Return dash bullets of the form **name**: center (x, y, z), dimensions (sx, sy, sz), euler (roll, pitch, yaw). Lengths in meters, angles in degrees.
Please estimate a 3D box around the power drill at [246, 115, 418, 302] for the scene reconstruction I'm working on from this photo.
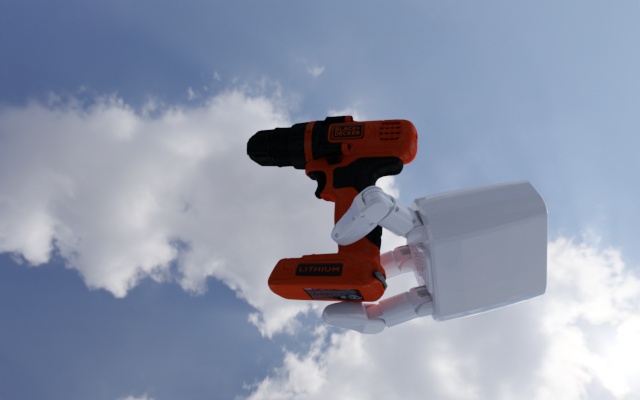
- **power drill**: center (0.000, 0.002, 0.471), dimensions (0.184, 0.187, 0.057), euler (-2, -26, 18)
